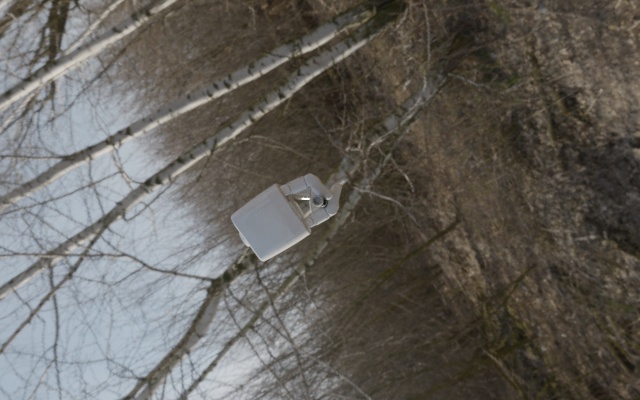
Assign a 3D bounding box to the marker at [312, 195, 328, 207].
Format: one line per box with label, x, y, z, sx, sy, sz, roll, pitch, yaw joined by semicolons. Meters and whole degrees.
marker;0.000;0.003;0.844;0.020;0.020;0.121;0;-2;5
